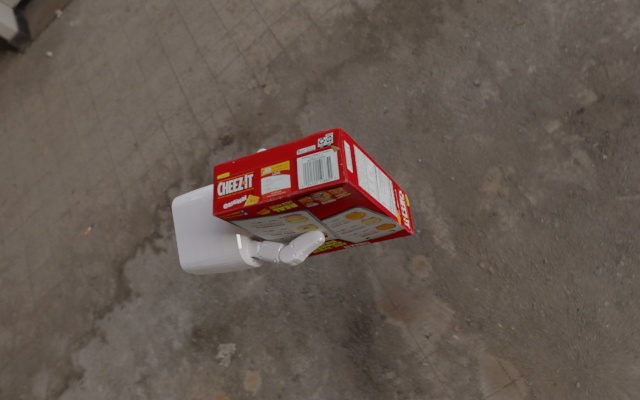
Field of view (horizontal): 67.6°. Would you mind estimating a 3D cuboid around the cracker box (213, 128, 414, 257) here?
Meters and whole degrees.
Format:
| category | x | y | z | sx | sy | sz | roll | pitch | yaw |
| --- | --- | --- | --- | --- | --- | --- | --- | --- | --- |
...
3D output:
| category | x | y | z | sx | sy | sz | roll | pitch | yaw |
| --- | --- | --- | --- | --- | --- | --- | --- | --- | --- |
| cracker box | 0.000 | 0.002 | 0.583 | 0.164 | 0.072 | 0.214 | -14 | -24 | 24 |
